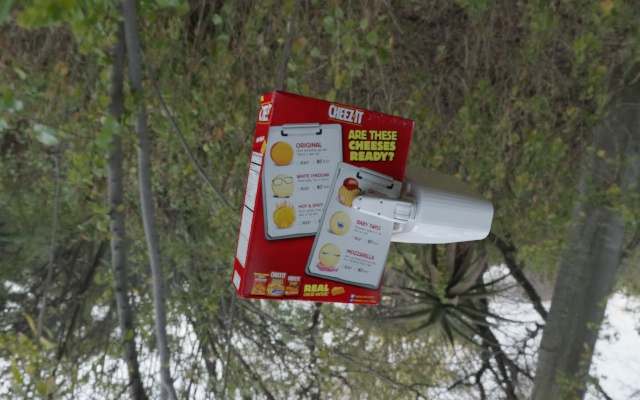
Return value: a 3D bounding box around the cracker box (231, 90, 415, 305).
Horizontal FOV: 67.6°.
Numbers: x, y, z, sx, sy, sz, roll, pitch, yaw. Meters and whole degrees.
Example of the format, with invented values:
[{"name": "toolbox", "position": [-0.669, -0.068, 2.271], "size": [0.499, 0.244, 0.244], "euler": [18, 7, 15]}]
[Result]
[{"name": "cracker box", "position": [0.000, 0.002, 0.531], "size": [0.164, 0.214, 0.072], "euler": [8, 6, -22]}]
